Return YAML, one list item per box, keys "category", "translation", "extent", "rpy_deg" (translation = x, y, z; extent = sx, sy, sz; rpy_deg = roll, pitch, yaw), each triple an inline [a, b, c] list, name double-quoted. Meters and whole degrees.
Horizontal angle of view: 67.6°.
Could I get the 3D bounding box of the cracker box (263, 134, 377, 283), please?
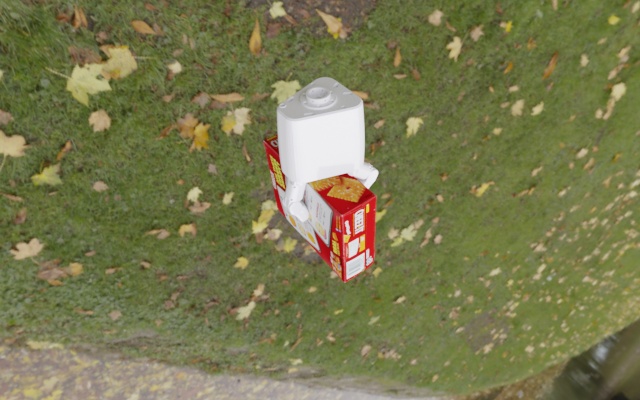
- category: "cracker box"
  translation: [0.000, 0.003, 0.775]
  extent: [0.072, 0.164, 0.213]
  rpy_deg: [-28, 50, -21]
